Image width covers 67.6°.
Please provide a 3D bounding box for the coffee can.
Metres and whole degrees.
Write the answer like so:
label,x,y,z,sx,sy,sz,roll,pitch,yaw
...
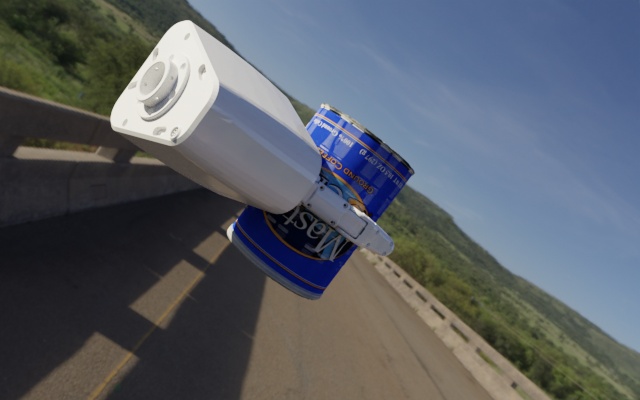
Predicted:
label,x,y,z,sx,sy,sz,roll,pitch,yaw
coffee can,0.000,0.002,0.424,0.103,0.140,0.103,37,3,-2
